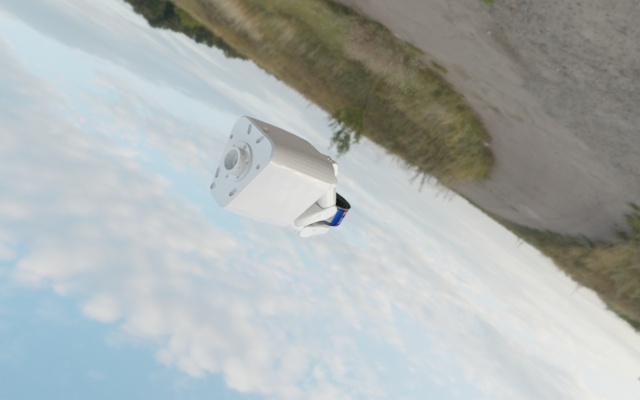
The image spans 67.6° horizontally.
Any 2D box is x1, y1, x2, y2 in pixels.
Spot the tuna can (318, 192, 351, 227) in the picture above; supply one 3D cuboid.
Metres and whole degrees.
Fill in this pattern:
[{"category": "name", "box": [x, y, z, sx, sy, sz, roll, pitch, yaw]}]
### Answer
[{"category": "tuna can", "box": [0.000, 0.003, 0.707, 0.086, 0.034, 0.086, 28, 14, -8]}]
